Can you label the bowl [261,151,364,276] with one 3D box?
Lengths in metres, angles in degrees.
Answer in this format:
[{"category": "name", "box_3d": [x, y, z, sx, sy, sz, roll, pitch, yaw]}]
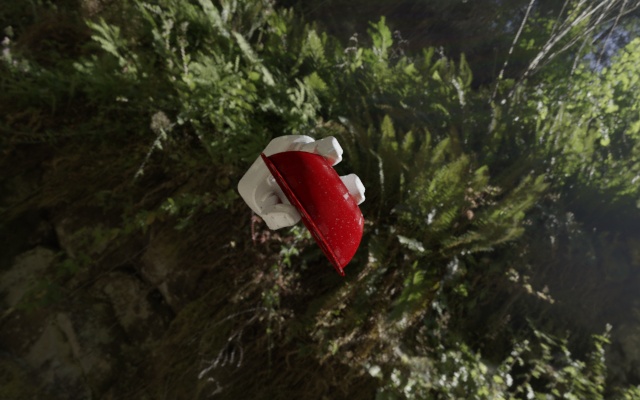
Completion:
[{"category": "bowl", "box_3d": [0.001, 0.002, 0.526, 0.055, 0.162, 0.162, -34, 3, -4]}]
